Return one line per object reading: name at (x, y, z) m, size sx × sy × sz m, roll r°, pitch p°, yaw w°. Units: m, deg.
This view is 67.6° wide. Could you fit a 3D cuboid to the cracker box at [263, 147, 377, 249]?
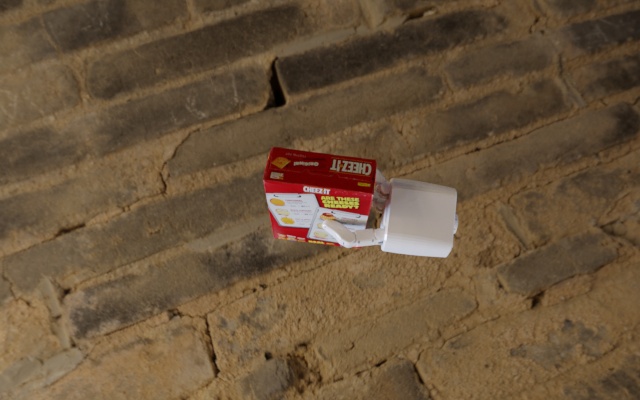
cracker box at (0.000, 0.003, 0.794) m, size 0.164 × 0.072 × 0.214 m, roll 7°, pitch -28°, yaw 3°
